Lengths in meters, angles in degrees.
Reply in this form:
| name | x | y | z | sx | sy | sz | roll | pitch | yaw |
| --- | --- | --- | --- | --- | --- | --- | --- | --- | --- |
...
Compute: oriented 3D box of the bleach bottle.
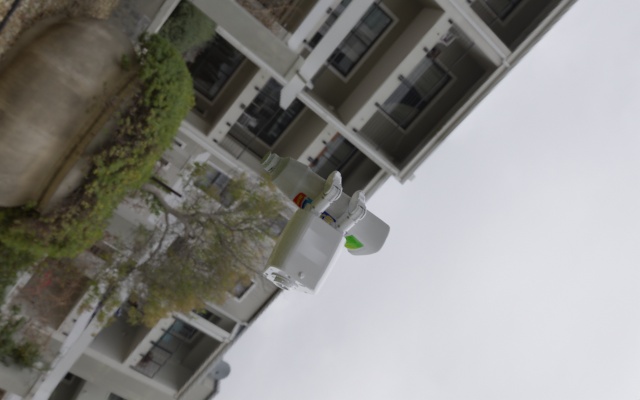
| name | x | y | z | sx | sy | sz | roll | pitch | yaw |
| --- | --- | --- | --- | --- | --- | --- | --- | --- | --- |
| bleach bottle | 0.000 | 0.003 | 0.826 | 0.251 | 0.068 | 0.102 | 37 | -23 | -20 |
